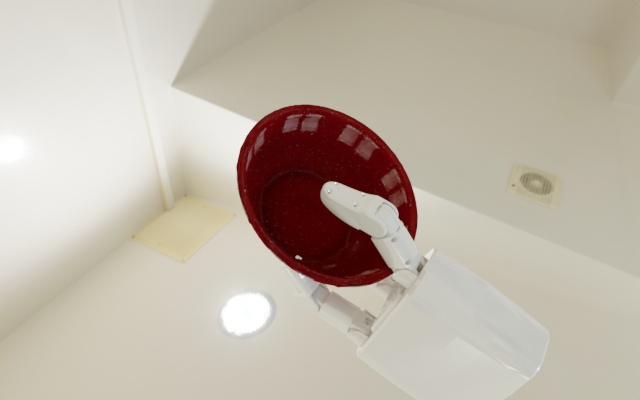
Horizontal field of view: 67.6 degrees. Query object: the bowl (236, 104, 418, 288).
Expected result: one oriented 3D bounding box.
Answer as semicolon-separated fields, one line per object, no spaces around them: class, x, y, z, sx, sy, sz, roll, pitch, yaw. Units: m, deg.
bowl;-0.001;0.000;0.401;0.162;0.162;0.055;0;-25;-29
